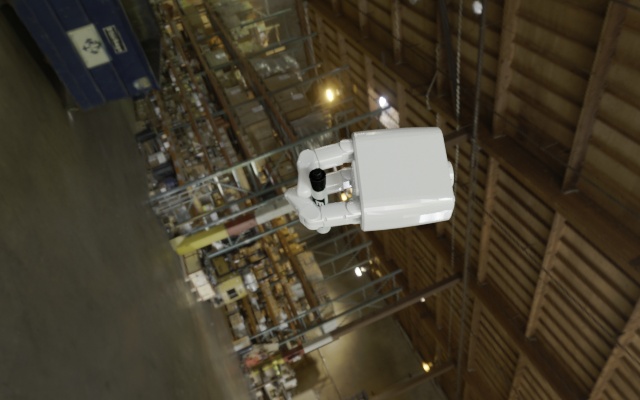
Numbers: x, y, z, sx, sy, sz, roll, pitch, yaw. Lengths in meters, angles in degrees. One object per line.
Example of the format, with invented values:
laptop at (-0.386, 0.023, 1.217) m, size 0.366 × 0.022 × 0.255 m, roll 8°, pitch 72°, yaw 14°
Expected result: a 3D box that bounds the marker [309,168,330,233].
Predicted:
marker at (0.000, 0.002, 0.558) m, size 0.020 × 0.020 × 0.121 m, roll 0°, pitch -33°, yaw 4°
